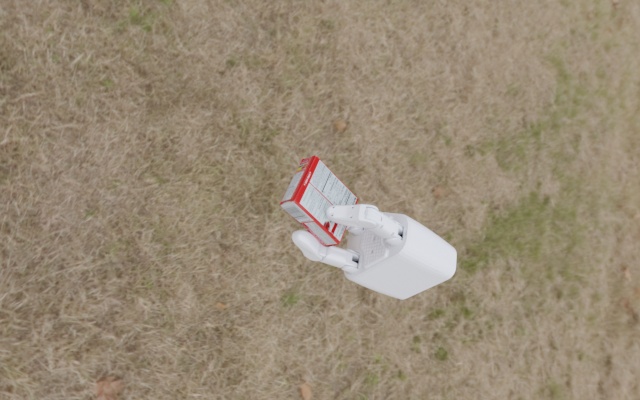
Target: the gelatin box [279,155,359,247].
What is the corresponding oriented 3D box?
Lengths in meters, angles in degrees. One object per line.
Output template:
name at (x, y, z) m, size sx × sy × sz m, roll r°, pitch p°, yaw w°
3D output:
gelatin box at (0.000, 0.002, 0.580) m, size 0.030 × 0.073 × 0.089 m, roll -13°, pitch -48°, yaw 44°
